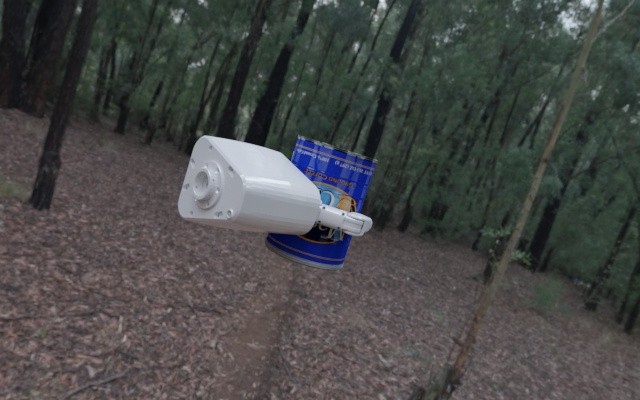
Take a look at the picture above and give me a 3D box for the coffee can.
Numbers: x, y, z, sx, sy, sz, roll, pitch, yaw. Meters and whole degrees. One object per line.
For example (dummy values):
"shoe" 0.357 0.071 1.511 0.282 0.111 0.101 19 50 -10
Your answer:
"coffee can" 0.000 0.002 0.590 0.103 0.140 0.103 18 6 -2
